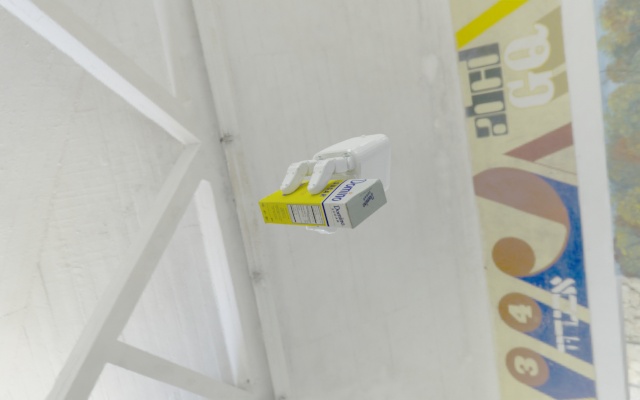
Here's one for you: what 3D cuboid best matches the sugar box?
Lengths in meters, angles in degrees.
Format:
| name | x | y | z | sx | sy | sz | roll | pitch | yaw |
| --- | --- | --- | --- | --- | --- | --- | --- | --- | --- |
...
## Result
| name | x | y | z | sx | sy | sz | roll | pitch | yaw |
| --- | --- | --- | --- | --- | --- | --- | --- | --- | --- |
| sugar box | 0.000 | 0.002 | 0.716 | 0.176 | 0.048 | 0.093 | -3 | 22 | 42 |
